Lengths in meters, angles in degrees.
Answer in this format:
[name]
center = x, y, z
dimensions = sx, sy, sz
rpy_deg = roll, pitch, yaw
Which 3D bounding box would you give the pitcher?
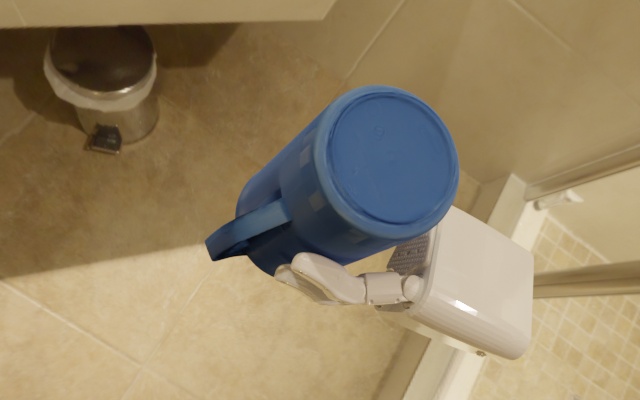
[pitcher]
center = 0.000, 0.001, 0.415
dimensions = 0.145, 0.149, 0.243
rpy_deg = 27, -20, -11
